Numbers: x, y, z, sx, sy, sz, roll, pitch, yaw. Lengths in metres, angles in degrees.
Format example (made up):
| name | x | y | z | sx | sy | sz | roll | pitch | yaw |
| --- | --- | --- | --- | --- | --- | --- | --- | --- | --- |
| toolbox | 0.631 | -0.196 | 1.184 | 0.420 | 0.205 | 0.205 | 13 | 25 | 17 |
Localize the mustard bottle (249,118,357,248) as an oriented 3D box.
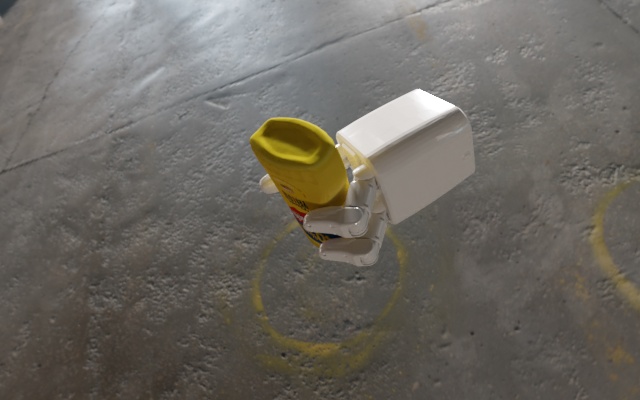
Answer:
| name | x | y | z | sx | sy | sz | roll | pitch | yaw |
| --- | --- | --- | --- | --- | --- | --- | --- | --- | --- |
| mustard bottle | 0.000 | 0.002 | 0.505 | 0.096 | 0.058 | 0.192 | 25 | -24 | 35 |
